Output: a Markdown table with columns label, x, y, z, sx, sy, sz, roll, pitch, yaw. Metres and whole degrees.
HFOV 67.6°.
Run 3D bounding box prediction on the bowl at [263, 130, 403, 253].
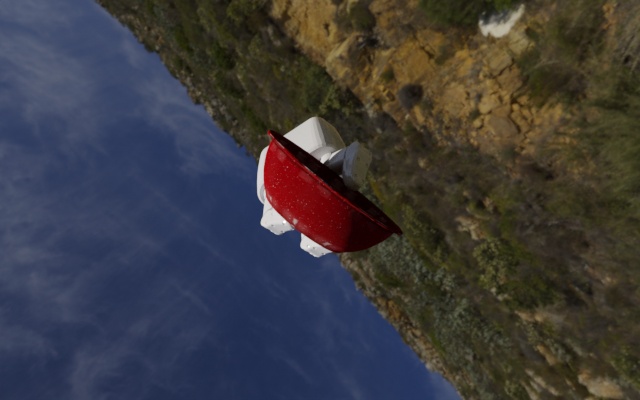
| label | x | y | z | sx | sy | sz | roll | pitch | yaw |
| --- | --- | --- | --- | --- | --- | --- | --- | --- | --- |
| bowl | 0.000 | 0.002 | 0.463 | 0.162 | 0.055 | 0.162 | 37 | 7 | -5 |
